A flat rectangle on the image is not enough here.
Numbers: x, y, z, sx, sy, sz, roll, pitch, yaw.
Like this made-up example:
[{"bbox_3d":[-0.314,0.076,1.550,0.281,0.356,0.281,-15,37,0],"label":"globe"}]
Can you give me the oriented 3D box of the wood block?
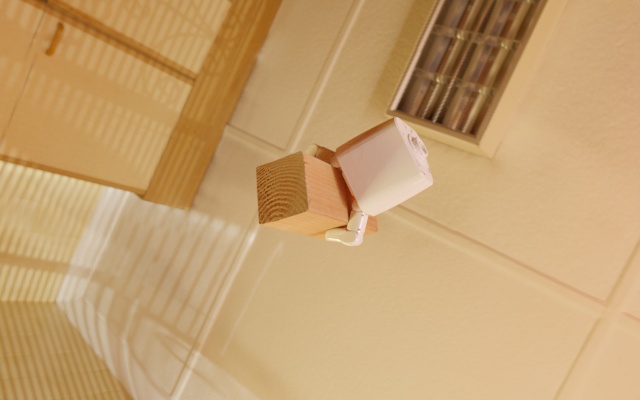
[{"bbox_3d":[0.001,0.003,0.752,0.090,0.090,0.206,-16,-20,31],"label":"wood block"}]
